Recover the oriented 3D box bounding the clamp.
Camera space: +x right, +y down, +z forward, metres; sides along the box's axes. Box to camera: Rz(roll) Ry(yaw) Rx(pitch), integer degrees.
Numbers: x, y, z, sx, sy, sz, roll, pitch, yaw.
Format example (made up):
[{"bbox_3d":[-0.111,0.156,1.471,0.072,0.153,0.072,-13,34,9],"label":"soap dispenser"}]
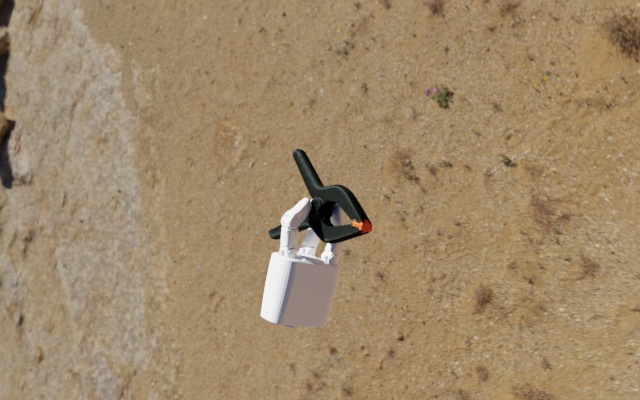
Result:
[{"bbox_3d":[0.000,0.003,0.779,0.210,0.164,0.036,12,2,44],"label":"clamp"}]
